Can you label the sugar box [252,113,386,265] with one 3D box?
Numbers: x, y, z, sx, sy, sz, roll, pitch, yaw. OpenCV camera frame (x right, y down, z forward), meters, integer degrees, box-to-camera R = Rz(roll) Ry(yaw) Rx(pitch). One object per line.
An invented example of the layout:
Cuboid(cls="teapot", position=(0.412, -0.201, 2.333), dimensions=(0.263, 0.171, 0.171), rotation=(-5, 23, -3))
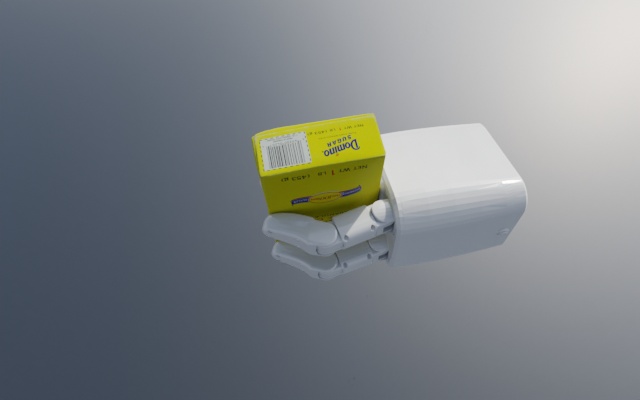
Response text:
Cuboid(cls="sugar box", position=(0.000, 0.002, 0.415), dimensions=(0.093, 0.048, 0.176), rotation=(-10, -30, -3))
